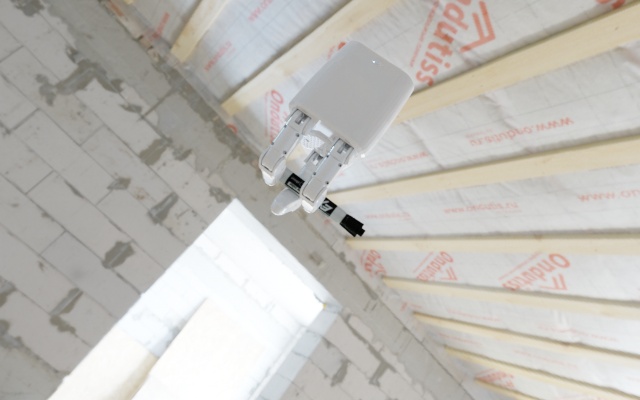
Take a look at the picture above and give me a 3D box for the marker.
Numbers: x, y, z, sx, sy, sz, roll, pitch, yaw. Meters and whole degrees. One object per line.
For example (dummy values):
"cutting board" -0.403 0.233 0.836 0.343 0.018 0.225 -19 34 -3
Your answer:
"marker" 0.000 0.002 0.543 0.121 0.020 0.020 36 5 7
